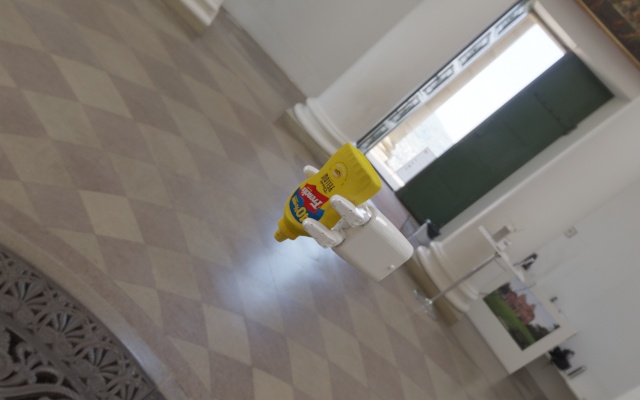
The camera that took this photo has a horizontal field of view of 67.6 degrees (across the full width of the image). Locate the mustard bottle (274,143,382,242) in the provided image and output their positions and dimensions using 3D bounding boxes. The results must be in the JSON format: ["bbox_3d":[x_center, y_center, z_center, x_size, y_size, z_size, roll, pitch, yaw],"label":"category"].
[{"bbox_3d":[0.000,0.002,0.752,0.192,0.096,0.058,-41,-39,16],"label":"mustard bottle"}]
